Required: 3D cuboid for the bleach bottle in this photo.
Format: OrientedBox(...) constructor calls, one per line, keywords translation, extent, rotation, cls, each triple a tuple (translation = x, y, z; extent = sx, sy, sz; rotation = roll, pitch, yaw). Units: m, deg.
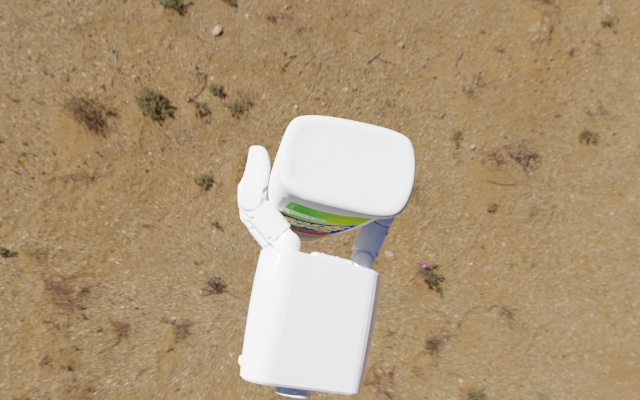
OrientedBox(translation=(0.000, 0.001, 0.453), extent=(0.102, 0.068, 0.251), rotation=(12, -15, -6), cls="bleach bottle")
